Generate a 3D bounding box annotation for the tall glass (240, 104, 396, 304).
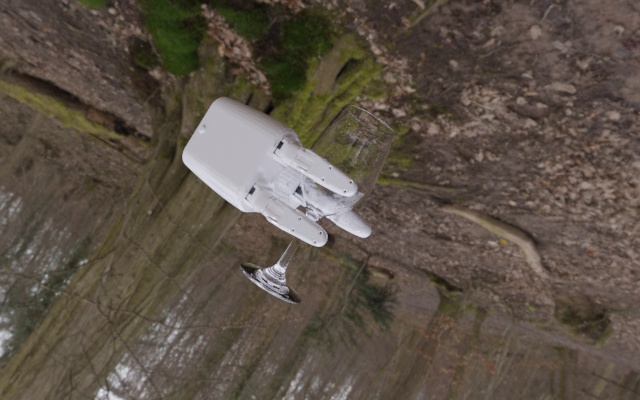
[{"bbox_3d":[0.000,0.002,0.496,0.079,0.201,0.079,32,1,-1],"label":"tall glass"}]
